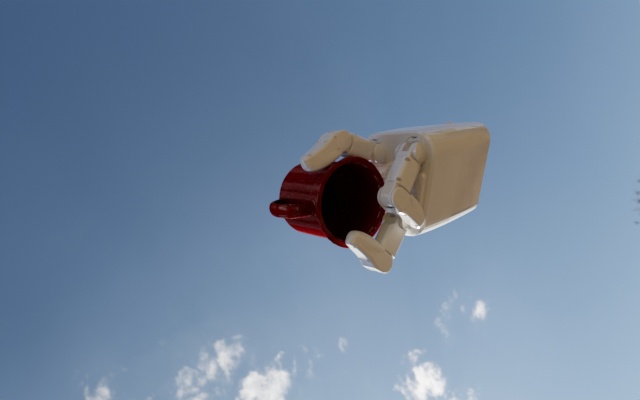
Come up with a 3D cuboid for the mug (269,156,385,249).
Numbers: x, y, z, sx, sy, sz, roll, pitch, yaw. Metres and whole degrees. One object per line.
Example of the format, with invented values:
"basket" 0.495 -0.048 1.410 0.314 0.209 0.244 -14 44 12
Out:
"mug" -0.001 0.002 0.502 0.117 0.093 0.081 -15 13 -36
